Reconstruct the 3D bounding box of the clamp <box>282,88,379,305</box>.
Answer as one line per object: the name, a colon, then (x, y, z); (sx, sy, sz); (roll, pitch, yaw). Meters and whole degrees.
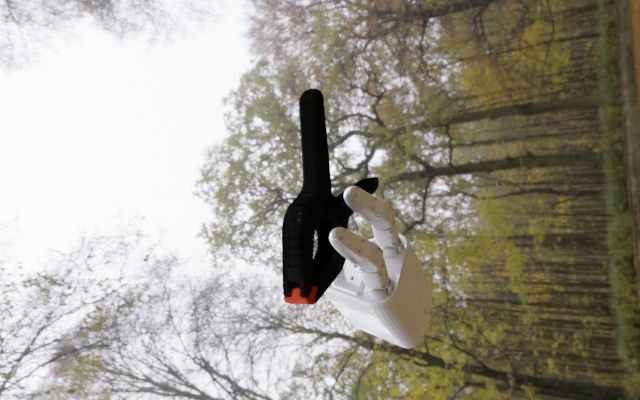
clamp: (-0.001, 0.002, 0.486); (0.036, 0.209, 0.165); (-6, -45, 33)
